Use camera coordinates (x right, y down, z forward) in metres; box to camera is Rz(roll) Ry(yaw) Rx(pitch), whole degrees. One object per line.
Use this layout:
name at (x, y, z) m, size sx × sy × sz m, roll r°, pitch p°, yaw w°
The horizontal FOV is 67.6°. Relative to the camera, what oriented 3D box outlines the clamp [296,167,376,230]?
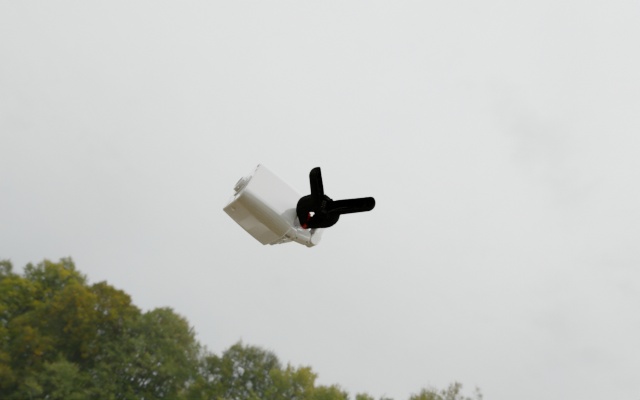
clamp at (0.000, 0.002, 0.816) m, size 0.120 × 0.039 × 0.171 m, roll 39°, pitch -39°, yaw -17°
